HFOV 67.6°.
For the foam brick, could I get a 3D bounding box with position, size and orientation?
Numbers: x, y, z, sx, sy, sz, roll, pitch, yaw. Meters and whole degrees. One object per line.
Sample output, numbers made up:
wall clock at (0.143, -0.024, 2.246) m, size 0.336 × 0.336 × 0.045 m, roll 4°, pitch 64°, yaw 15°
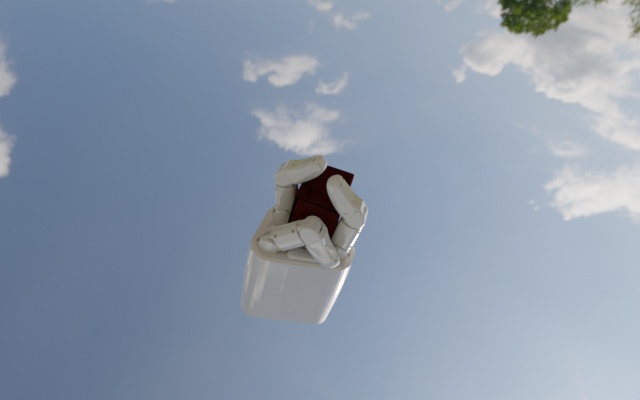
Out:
foam brick at (0.000, 0.002, 0.535) m, size 0.053 × 0.051 × 0.078 m, roll 20°, pitch 37°, yaw 3°
